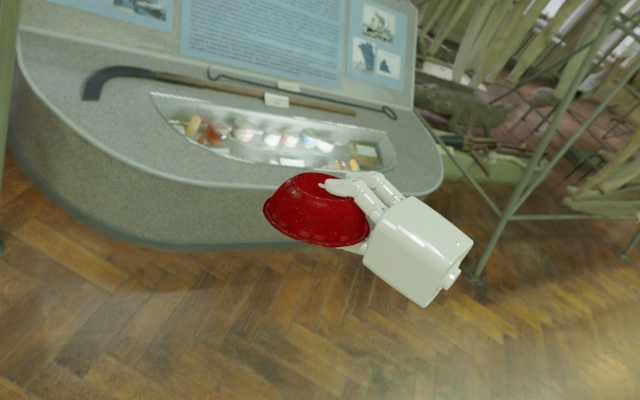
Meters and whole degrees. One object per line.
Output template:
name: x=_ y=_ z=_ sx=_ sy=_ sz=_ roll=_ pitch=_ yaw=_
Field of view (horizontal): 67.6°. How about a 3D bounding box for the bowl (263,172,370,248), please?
bowl: x=-0.001 y=0.001 z=0.695 sx=0.162 sy=0.055 sz=0.162 roll=11 pitch=25 yaw=-5
